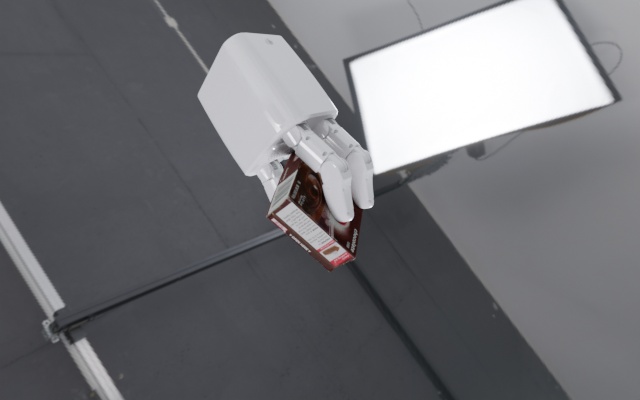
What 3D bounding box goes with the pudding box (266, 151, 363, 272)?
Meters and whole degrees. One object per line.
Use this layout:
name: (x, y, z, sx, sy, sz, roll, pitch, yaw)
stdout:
pudding box: (0.000, 0.002, 0.480, 0.039, 0.090, 0.113, -35, 23, 33)
